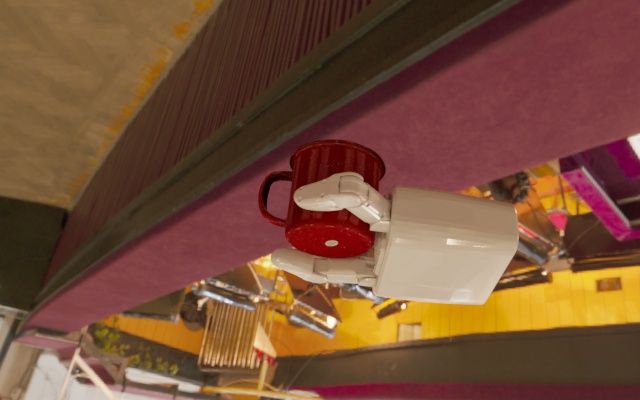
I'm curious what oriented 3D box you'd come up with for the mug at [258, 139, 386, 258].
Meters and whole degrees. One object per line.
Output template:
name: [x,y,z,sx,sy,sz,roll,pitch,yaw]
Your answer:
mug: [-0.001,0.001,0.443,0.117,0.081,0.093,6,-27,1]
